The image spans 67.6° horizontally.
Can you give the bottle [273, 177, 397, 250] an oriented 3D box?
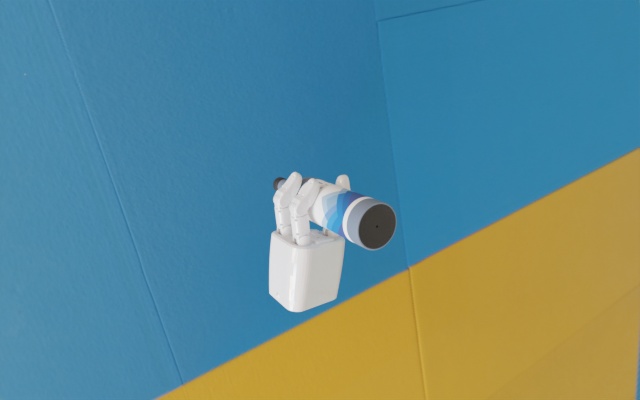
[{"bbox_3d":[0.000,0.002,0.753,0.069,0.069,0.295,0,13,-32],"label":"bottle"}]
